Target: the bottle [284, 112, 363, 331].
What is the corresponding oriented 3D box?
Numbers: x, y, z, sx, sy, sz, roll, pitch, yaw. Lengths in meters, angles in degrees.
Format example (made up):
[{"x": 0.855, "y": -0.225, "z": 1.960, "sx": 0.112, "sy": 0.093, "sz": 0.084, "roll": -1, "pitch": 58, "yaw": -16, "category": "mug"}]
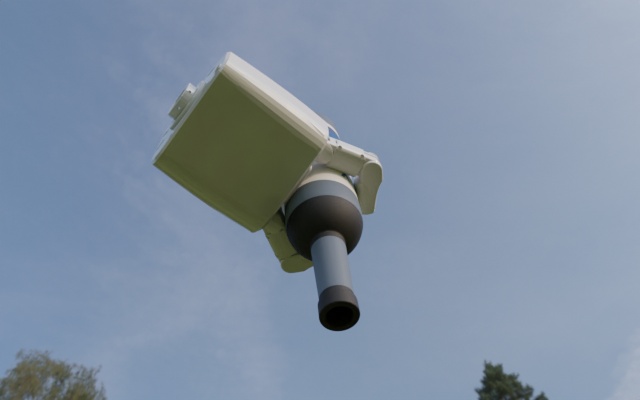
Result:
[{"x": 0.000, "y": 0.001, "z": 0.438, "sx": 0.069, "sy": 0.069, "sz": 0.295, "roll": 0, "pitch": 31, "yaw": -6, "category": "bottle"}]
